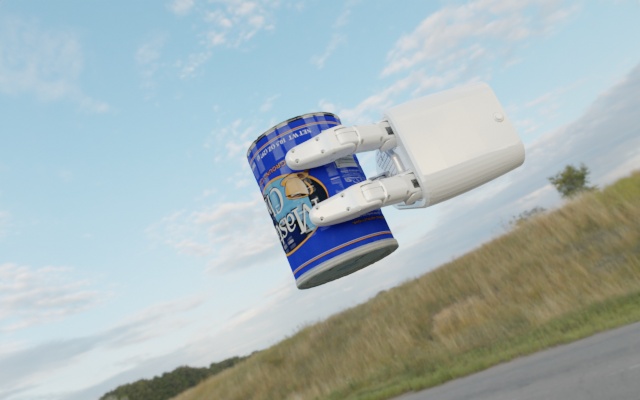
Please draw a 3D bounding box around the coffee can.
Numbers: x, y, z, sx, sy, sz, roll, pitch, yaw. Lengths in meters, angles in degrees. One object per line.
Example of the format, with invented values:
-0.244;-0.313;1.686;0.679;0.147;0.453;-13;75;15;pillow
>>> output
0.000;0.002;0.463;0.103;0.140;0.103;-21;-16;-6;coffee can
